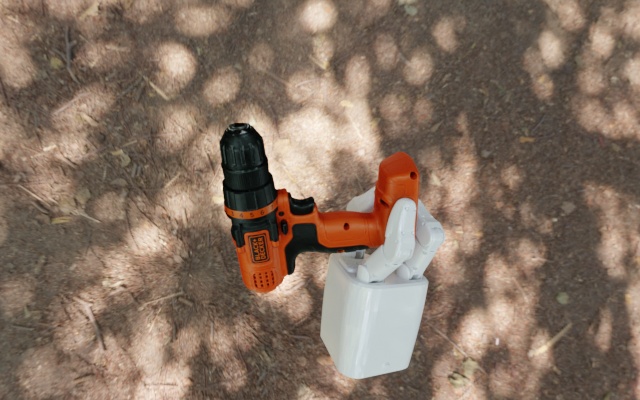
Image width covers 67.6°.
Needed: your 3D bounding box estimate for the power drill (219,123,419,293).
[{"bbox_3d":[0.001,0.002,0.475,0.187,0.185,0.057,-8,33,-6],"label":"power drill"}]
